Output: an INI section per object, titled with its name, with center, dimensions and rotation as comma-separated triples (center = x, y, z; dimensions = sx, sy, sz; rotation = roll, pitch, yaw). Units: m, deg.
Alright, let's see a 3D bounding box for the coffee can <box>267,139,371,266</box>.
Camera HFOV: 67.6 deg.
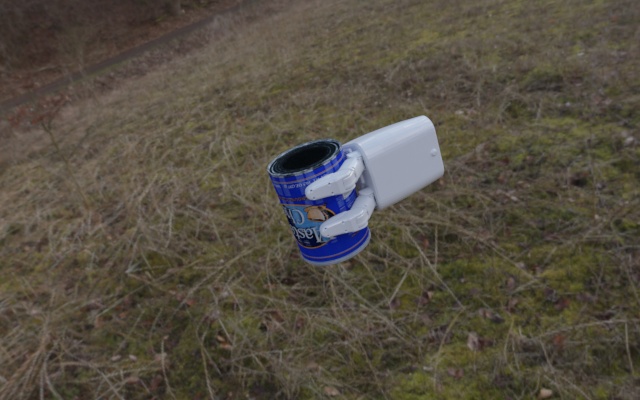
[coffee can]
center = 0.000, 0.002, 0.646
dimensions = 0.103, 0.140, 0.102
rotation = -16, 25, 8
